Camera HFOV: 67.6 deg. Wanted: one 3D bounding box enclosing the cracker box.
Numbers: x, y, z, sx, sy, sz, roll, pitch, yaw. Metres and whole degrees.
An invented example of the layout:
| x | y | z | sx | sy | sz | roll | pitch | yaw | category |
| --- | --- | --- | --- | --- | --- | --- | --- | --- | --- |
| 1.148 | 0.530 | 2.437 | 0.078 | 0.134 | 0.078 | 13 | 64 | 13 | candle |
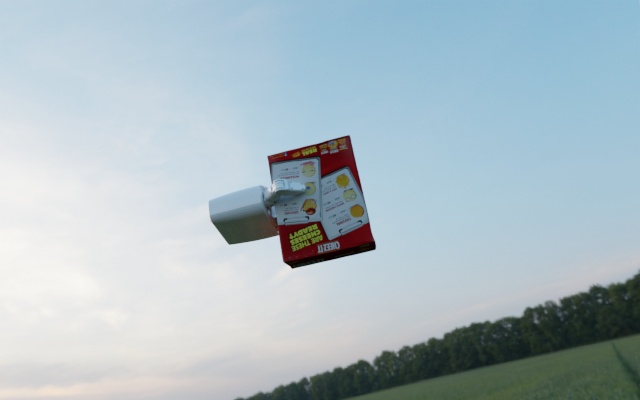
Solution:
| x | y | z | sx | sy | sz | roll | pitch | yaw | category |
| --- | --- | --- | --- | --- | --- | --- | --- | --- | --- |
| 0.000 | 0.003 | 0.883 | 0.164 | 0.213 | 0.072 | -14 | -21 | 7 | cracker box |
